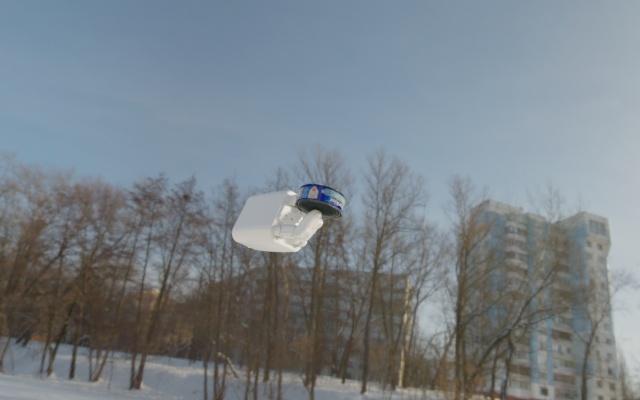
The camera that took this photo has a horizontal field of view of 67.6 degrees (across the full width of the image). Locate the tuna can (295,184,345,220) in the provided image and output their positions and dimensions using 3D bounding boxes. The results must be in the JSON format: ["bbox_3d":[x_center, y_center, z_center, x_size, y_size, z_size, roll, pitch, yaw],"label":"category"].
[{"bbox_3d":[0.000,0.002,0.845,0.086,0.033,0.086,13,-20,5],"label":"tuna can"}]
